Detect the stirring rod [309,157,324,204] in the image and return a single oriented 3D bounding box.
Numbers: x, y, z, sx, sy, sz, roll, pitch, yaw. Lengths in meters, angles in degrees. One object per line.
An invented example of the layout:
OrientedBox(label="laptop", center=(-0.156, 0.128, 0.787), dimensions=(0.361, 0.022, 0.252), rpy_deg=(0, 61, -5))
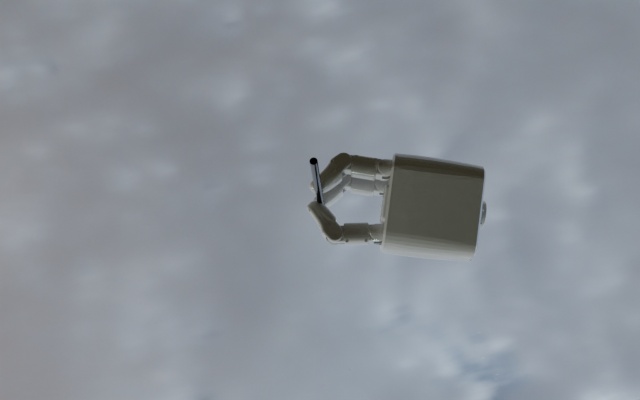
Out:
OrientedBox(label="stirring rod", center=(0.000, 0.002, 0.576), dimensions=(0.011, 0.011, 0.240), rpy_deg=(0, -19, 3))
